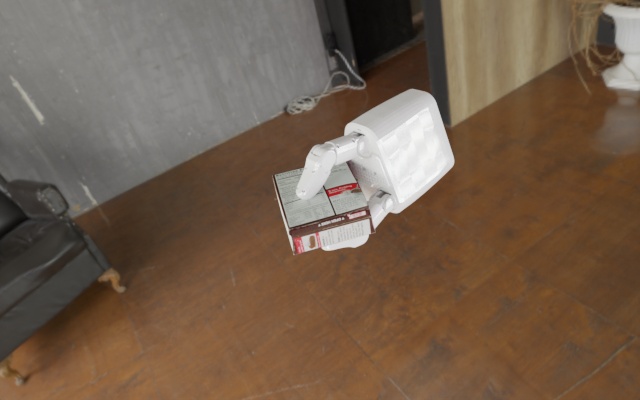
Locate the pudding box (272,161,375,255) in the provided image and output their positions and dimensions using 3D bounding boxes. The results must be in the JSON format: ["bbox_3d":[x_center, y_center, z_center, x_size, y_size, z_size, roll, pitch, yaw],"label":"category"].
[{"bbox_3d":[0.000,0.002,0.527,0.090,0.039,0.113,-16,35,-4],"label":"pudding box"}]
